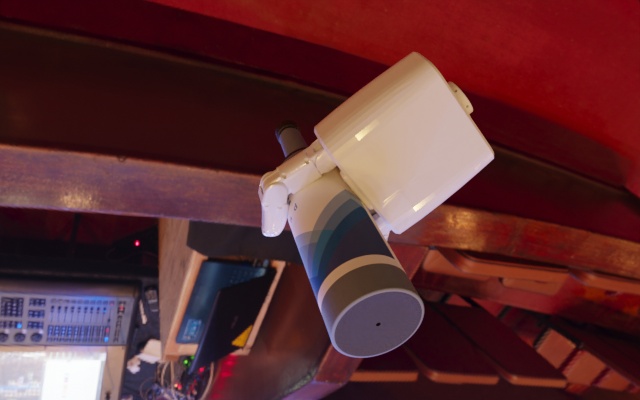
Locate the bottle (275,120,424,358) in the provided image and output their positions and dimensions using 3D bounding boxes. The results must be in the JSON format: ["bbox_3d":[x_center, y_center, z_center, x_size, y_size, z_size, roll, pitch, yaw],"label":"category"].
[{"bbox_3d":[0.000,0.002,0.433,0.069,0.069,0.295,0,34,-18],"label":"bottle"}]
